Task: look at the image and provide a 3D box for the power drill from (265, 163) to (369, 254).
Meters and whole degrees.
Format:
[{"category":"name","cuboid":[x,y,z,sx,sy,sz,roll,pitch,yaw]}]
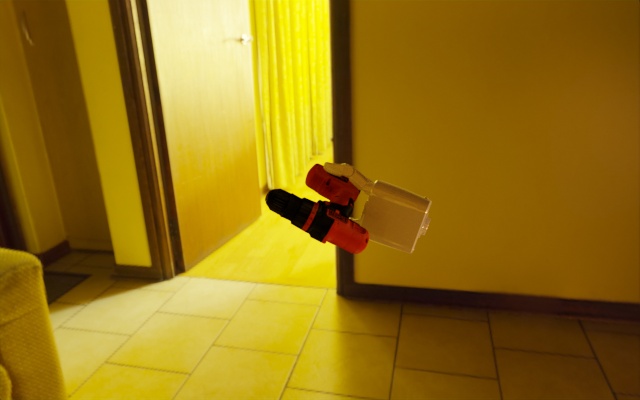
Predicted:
[{"category":"power drill","cuboid":[0.000,0.003,0.842,0.184,0.057,0.187,29,28,-9]}]
